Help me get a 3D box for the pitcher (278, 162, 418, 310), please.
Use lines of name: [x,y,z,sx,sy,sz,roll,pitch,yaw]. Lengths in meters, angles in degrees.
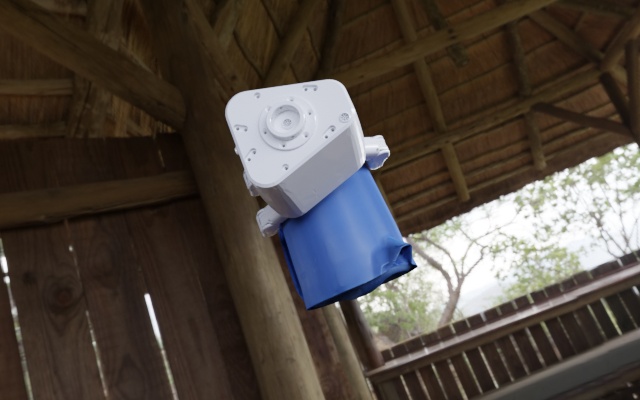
pitcher: [0.000,0.002,0.571,0.149,0.242,0.145,-23,-16,3]
